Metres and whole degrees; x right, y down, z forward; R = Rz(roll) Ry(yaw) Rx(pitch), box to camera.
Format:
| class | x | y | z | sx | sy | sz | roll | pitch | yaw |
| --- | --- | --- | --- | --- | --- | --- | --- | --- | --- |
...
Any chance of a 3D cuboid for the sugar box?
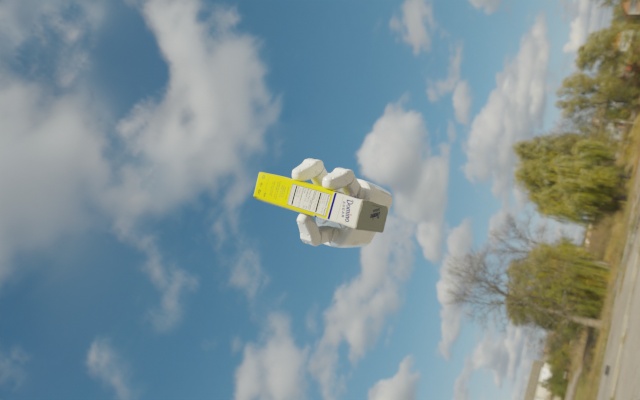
| class | x | y | z | sx | sy | sz | roll | pitch | yaw |
| --- | --- | --- | --- | --- | --- | --- | --- | --- | --- |
| sugar box | 0.000 | 0.002 | 0.688 | 0.176 | 0.048 | 0.093 | 13 | 0 | 30 |
